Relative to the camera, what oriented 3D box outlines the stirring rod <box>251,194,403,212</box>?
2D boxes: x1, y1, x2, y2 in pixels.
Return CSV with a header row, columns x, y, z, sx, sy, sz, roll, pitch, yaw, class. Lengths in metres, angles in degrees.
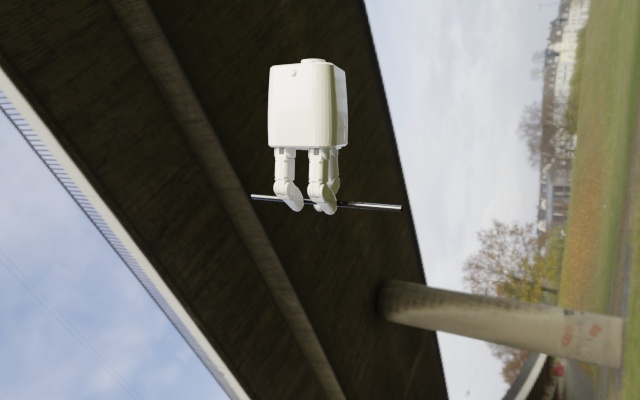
x,y,z,sx,sy,sz,roll,pitch,yaw,class
0.000,0.002,0.669,0.239,0.011,0.011,5,2,30,stirring rod
